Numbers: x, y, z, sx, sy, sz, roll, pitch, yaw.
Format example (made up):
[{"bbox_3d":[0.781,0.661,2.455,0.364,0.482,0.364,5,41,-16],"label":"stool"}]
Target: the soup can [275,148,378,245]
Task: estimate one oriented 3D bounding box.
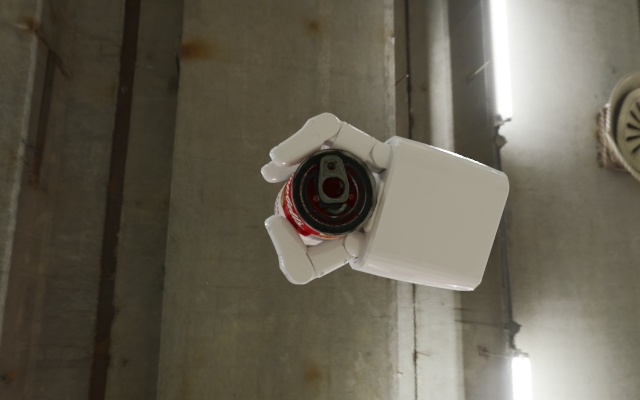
[{"bbox_3d":[-0.001,0.001,0.408,0.068,0.068,0.102,0,-9,-13],"label":"soup can"}]
